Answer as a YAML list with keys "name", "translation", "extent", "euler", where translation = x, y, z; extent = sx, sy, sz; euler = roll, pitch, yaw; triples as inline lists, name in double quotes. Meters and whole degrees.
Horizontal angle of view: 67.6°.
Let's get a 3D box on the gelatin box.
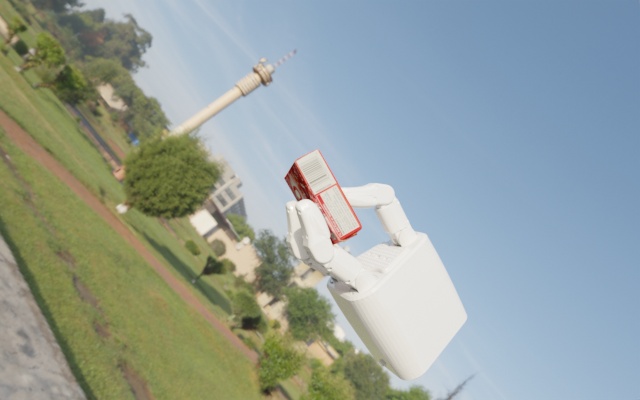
- name: "gelatin box"
  translation: [0.000, 0.001, 0.476]
  extent: [0.030, 0.089, 0.073]
  euler: [-28, -3, -15]
